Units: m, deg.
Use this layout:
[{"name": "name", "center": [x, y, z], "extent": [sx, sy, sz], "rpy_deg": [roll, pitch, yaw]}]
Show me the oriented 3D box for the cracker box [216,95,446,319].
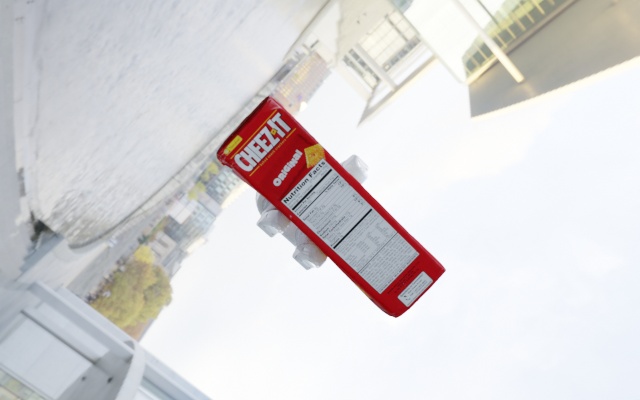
[{"name": "cracker box", "center": [0.000, 0.002, 0.466], "extent": [0.214, 0.072, 0.164], "rpy_deg": [43, 0, -13]}]
